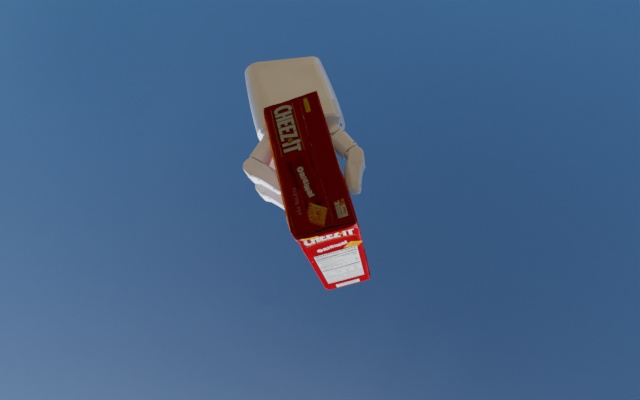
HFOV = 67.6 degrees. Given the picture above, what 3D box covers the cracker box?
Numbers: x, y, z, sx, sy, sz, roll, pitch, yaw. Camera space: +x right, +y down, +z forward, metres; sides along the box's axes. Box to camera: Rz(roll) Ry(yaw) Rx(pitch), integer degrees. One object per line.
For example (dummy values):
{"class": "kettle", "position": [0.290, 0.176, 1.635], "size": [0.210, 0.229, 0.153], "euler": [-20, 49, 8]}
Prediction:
{"class": "cracker box", "position": [0.000, 0.002, 0.579], "size": [0.072, 0.164, 0.214], "euler": [-17, -25, 2]}
